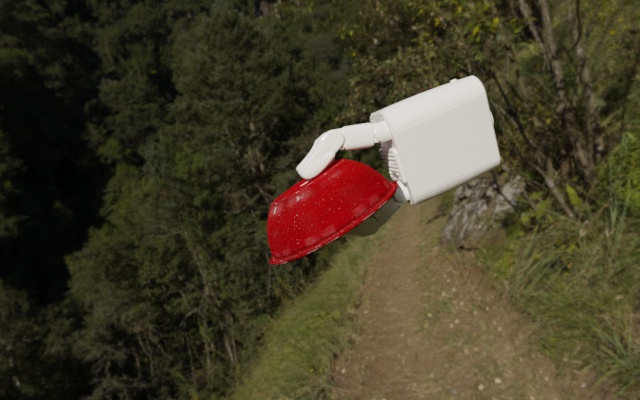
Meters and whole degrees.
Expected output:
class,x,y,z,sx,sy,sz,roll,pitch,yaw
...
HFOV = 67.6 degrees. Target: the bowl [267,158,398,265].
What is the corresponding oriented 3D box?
class,x,y,z,sx,sy,sz,roll,pitch,yaw
bowl,-0.001,0.002,0.511,0.162,0.055,0.162,-32,8,5
